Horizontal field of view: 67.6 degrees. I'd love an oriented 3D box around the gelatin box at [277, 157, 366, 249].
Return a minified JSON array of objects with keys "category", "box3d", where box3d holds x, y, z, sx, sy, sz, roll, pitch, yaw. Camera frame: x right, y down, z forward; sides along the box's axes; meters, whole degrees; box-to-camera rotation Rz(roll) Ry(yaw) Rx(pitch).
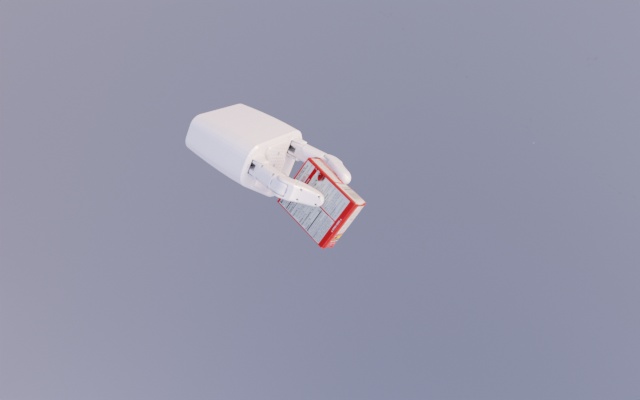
[{"category":"gelatin box","box3d":[0.000,0.002,0.580,0.089,0.073,0.030,45,24,22]}]
